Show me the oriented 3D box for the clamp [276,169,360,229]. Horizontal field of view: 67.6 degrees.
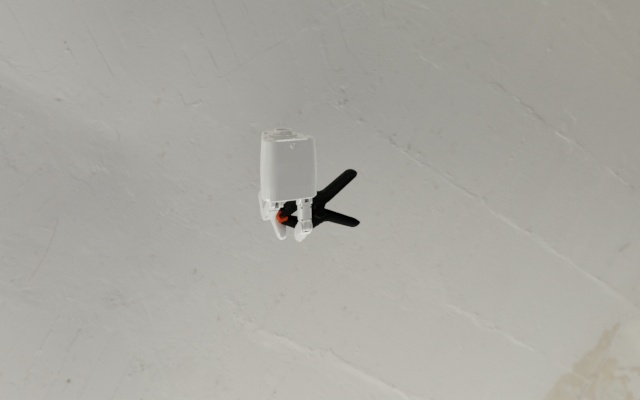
[{"bbox_3d":[0.000,0.003,0.895,0.171,0.120,0.039,-7,19,-23],"label":"clamp"}]
